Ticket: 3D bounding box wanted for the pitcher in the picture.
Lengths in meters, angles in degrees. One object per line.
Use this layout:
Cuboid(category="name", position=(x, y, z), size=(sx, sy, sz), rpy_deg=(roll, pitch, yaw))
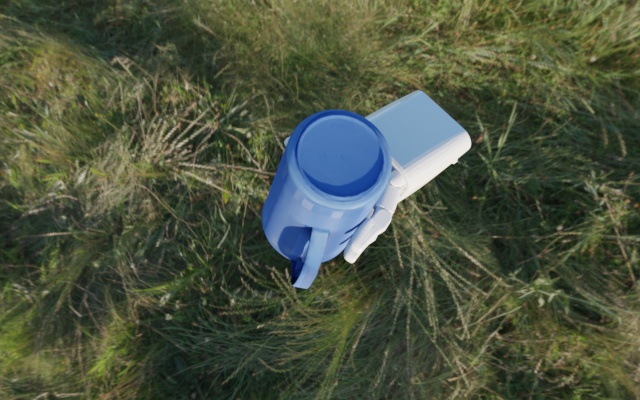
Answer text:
Cuboid(category="pitcher", position=(0.000, 0.002, 0.574), size=(0.145, 0.149, 0.243), rpy_deg=(-32, -10, -17))
